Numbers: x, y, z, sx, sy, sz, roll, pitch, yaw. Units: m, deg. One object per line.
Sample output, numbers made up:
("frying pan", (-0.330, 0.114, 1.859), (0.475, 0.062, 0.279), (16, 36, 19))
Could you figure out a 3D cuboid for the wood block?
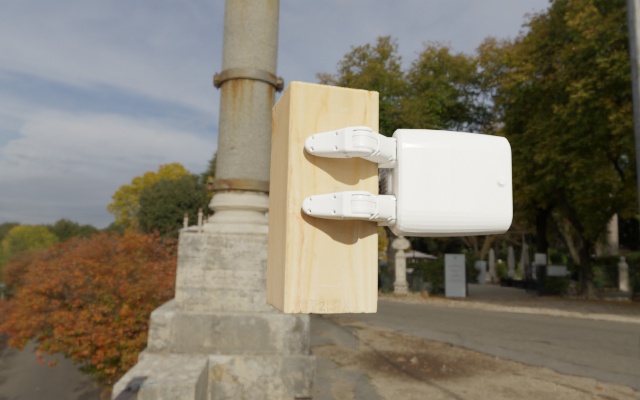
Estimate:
("wood block", (0.000, 0.001, 0.472), (0.090, 0.206, 0.091), (3, -7, -16))
